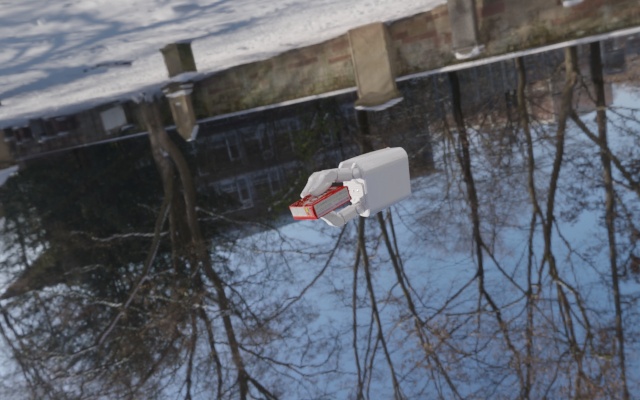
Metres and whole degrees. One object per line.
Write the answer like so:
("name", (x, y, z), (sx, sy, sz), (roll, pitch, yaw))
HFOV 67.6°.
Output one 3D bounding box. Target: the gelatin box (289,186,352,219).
("gelatin box", (0.000, 0.003, 0.858), (0.089, 0.030, 0.073), (-30, 17, -33))
